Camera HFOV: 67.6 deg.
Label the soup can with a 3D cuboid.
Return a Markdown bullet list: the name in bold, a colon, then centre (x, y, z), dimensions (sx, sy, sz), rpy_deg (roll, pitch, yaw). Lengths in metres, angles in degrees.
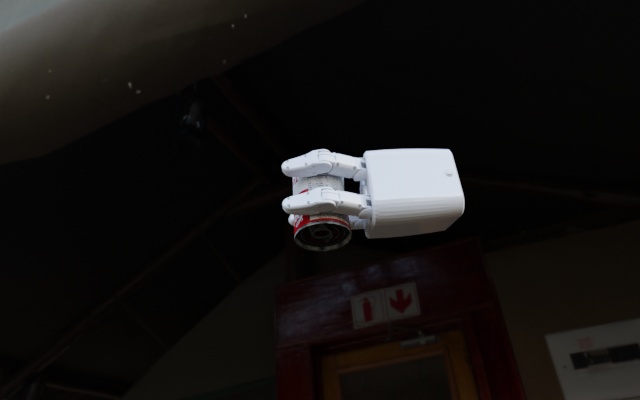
- **soup can**: centre (0.000, 0.002, 0.589), dimensions (0.068, 0.102, 0.069), rpy_deg (-3, -33, -2)
